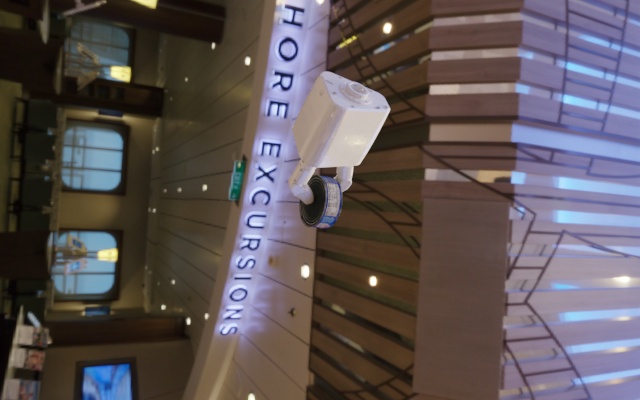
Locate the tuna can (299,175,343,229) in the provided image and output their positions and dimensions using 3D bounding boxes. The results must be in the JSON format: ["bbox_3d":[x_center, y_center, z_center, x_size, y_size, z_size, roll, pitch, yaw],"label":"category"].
[{"bbox_3d":[0.001,0.003,0.776,0.034,0.086,0.086,8,-4,-30],"label":"tuna can"}]
